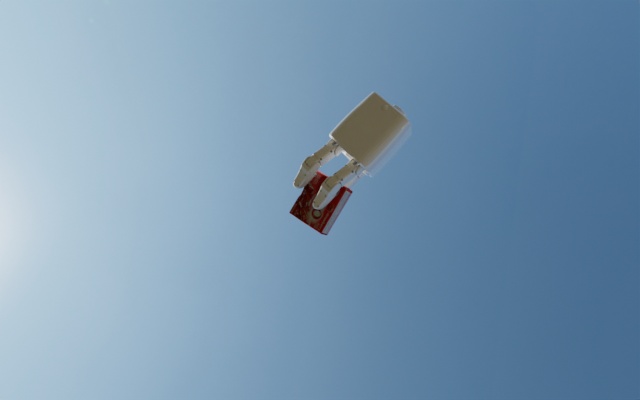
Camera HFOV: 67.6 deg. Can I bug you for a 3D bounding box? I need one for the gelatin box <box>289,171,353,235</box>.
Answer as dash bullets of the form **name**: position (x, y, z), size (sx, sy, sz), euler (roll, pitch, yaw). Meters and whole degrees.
- **gelatin box**: position (0.000, 0.003, 0.807), size (0.073, 0.089, 0.030), euler (32, 3, 27)
